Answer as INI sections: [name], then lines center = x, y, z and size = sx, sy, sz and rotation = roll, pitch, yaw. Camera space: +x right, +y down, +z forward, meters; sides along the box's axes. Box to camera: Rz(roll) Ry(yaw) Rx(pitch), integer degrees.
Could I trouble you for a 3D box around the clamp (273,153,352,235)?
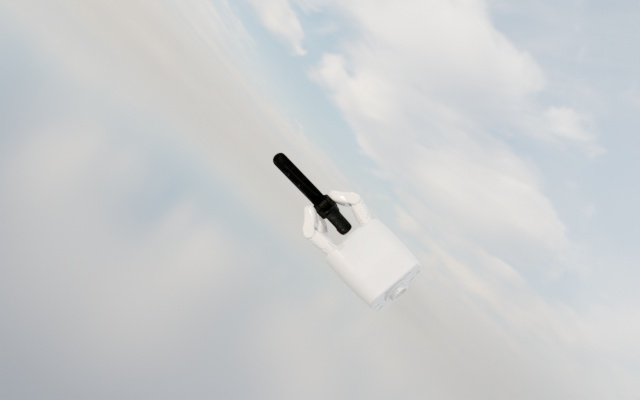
[clamp]
center = 0.001, 0.003, 0.835
size = 0.164, 0.036, 0.210
rotation = 46, -1, 27
